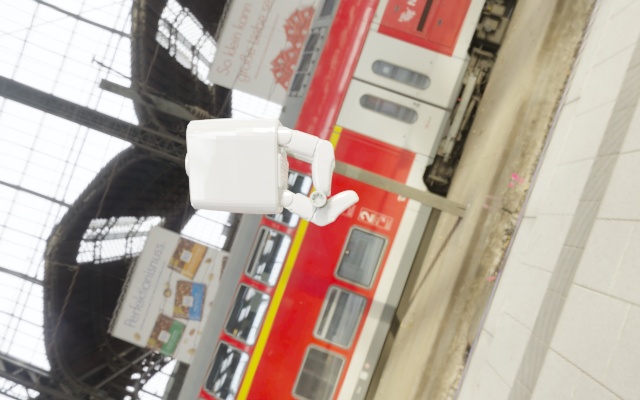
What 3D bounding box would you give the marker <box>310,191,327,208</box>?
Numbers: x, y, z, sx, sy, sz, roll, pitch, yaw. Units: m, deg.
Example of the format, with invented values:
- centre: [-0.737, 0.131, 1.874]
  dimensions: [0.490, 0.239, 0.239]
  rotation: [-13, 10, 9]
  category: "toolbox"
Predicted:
- centre: [0.000, 0.002, 0.602]
  dimensions: [0.020, 0.020, 0.121]
  rotation: [0, -3, 3]
  category: "marker"
